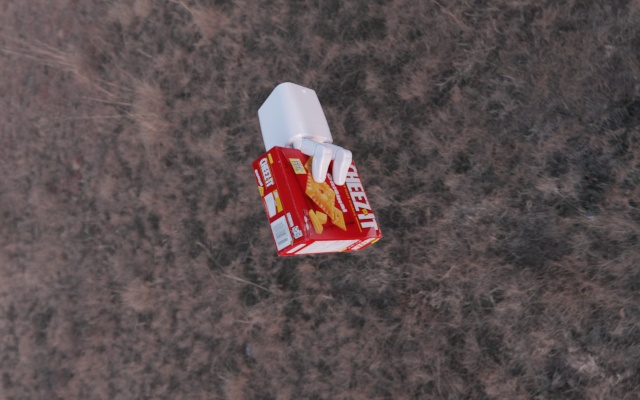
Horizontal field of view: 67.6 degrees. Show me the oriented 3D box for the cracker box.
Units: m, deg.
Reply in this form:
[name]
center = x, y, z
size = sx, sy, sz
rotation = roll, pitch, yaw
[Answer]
[cracker box]
center = 0.000, 0.003, 0.814
size = 0.072, 0.164, 0.214
rotation = -31, -21, 35
